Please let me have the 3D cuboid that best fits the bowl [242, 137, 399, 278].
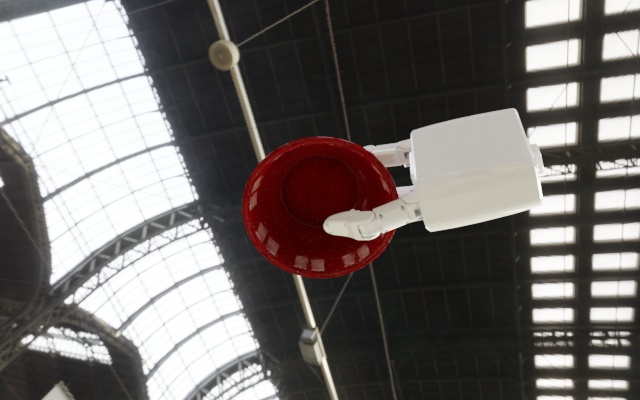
[{"bbox_3d":[-0.001,0.002,0.512,0.162,0.162,0.055,0,25,-1],"label":"bowl"}]
